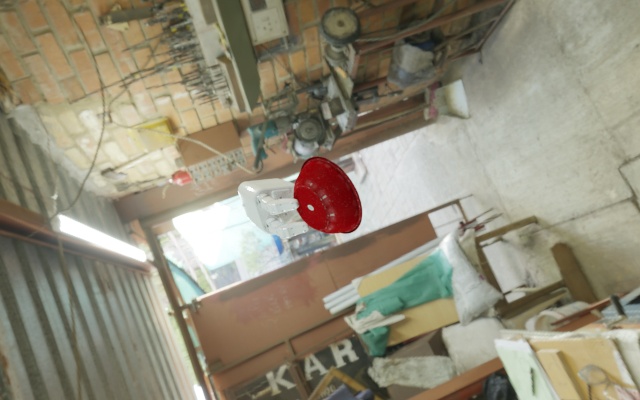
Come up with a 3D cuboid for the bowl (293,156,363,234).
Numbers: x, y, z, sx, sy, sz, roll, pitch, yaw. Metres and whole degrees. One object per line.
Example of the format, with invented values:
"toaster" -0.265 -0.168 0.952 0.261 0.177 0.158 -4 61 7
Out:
"bowl" 0.001 0.003 0.879 0.055 0.162 0.162 -33 20 -34
